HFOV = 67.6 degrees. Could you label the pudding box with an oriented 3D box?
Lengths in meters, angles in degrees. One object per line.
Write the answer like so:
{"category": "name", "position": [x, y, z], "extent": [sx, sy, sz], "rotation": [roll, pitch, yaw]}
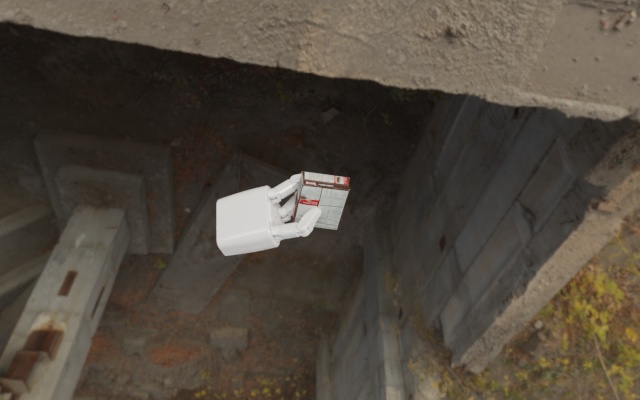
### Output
{"category": "pudding box", "position": [0.000, 0.003, 0.890], "extent": [0.090, 0.039, 0.114], "rotation": [6, -45, -9]}
